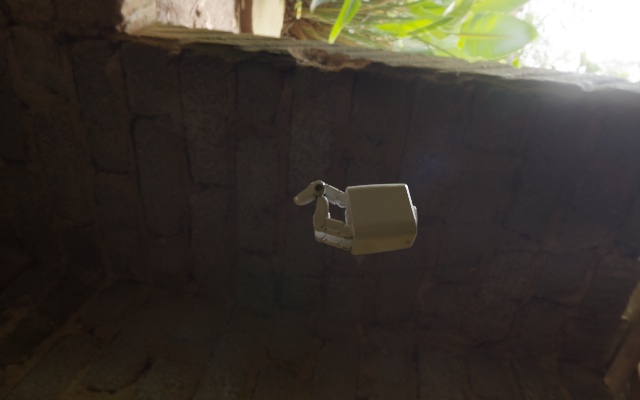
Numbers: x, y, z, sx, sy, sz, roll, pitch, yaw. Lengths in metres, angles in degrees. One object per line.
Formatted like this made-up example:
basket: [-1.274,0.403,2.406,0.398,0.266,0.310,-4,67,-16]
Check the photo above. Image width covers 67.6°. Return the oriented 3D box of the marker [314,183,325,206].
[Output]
marker: [0.000,0.003,0.852,0.020,0.020,0.121,0,-23,2]
